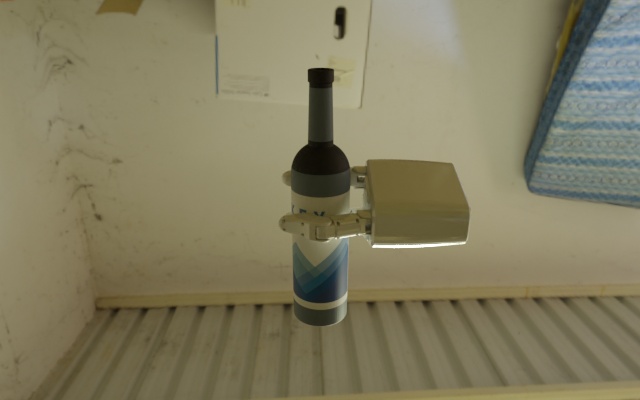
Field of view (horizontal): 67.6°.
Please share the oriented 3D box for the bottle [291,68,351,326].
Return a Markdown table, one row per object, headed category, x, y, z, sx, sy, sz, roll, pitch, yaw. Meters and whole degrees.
| category | x | y | z | sx | sy | sz | roll | pitch | yaw |
| --- | --- | --- | --- | --- | --- | --- | --- | --- | --- |
| bottle | 0.000 | 0.002 | 0.544 | 0.069 | 0.296 | 0.069 | 0 | 22 | 0 |
